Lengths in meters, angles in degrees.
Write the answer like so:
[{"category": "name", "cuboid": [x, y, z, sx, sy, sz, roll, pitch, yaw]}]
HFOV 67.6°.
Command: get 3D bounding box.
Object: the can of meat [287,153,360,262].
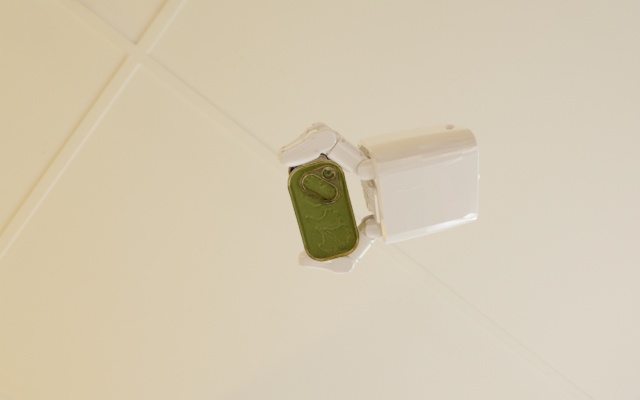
[{"category": "can of meat", "cuboid": [0.000, 0.002, 0.512, 0.057, 0.102, 0.084, -15, 15, -1]}]
